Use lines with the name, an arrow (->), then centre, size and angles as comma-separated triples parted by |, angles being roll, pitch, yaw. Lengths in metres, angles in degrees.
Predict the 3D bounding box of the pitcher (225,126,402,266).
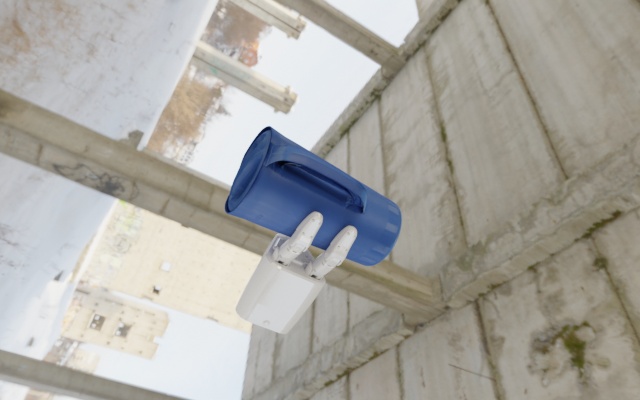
pitcher -> 0.000, 0.002, 0.684 | 0.243, 0.145, 0.149 | 26, 18, -21
